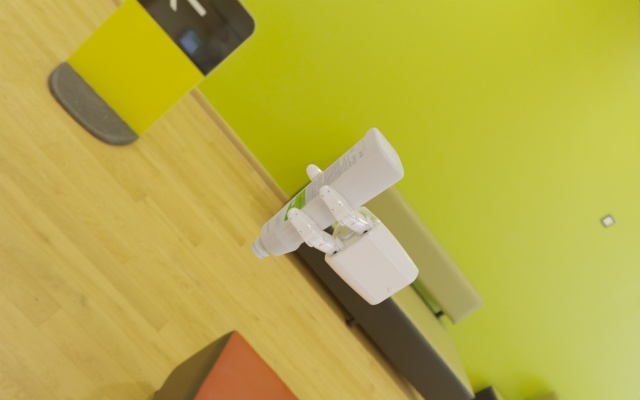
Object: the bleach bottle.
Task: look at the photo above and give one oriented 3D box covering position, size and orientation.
[{"bbox_3d":[0.000,0.002,0.698,0.251,0.068,0.102,-36,19,18],"label":"bleach bottle"}]
